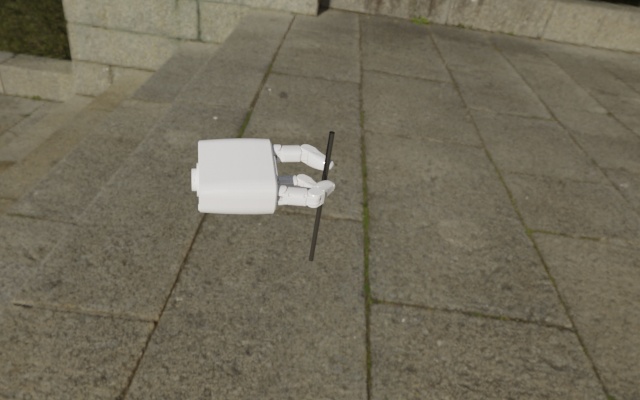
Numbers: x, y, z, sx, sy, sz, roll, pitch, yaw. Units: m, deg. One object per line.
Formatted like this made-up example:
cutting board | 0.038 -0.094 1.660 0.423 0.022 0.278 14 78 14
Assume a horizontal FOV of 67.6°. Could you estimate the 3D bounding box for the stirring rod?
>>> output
stirring rod | 0.000 0.003 0.738 0.011 0.240 0.011 6 35 -4
